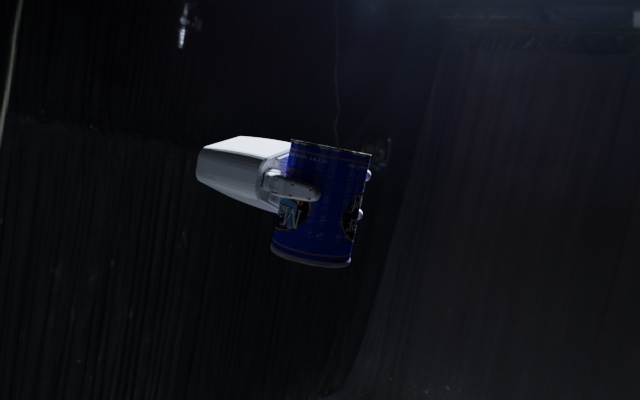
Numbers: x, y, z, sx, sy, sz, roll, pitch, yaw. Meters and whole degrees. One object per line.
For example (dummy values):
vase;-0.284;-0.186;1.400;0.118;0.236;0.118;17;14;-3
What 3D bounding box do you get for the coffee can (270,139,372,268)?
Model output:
coffee can;0.000;0.002;0.599;0.103;0.140;0.103;11;6;-1
